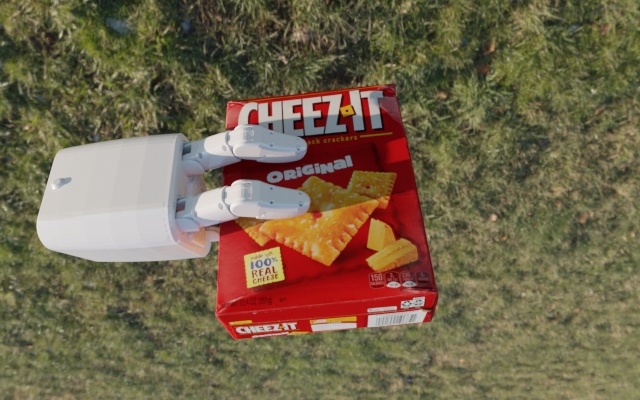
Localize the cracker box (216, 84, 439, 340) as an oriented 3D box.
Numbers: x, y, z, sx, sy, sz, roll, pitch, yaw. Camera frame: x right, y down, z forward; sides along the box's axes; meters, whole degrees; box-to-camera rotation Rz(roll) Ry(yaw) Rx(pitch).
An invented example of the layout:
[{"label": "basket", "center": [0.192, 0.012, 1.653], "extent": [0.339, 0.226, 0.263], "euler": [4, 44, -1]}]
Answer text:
[{"label": "cracker box", "center": [0.000, 0.002, 0.417], "extent": [0.164, 0.213, 0.072], "euler": [-5, -32, 2]}]
